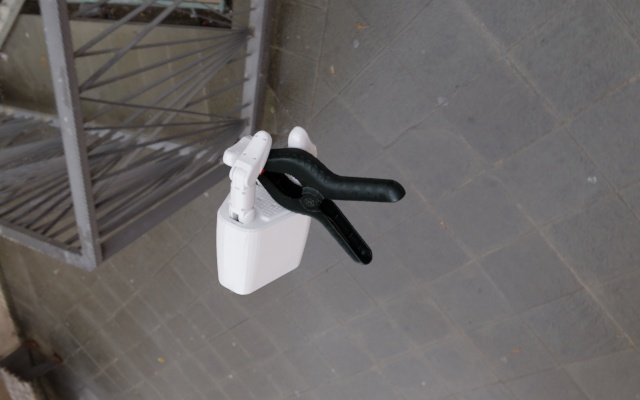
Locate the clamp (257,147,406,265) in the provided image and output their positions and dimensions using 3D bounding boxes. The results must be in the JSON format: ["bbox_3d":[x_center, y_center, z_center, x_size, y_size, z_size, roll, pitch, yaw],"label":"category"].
[{"bbox_3d":[0.000,0.002,0.515,0.171,0.120,0.039,24,38,18],"label":"clamp"}]
